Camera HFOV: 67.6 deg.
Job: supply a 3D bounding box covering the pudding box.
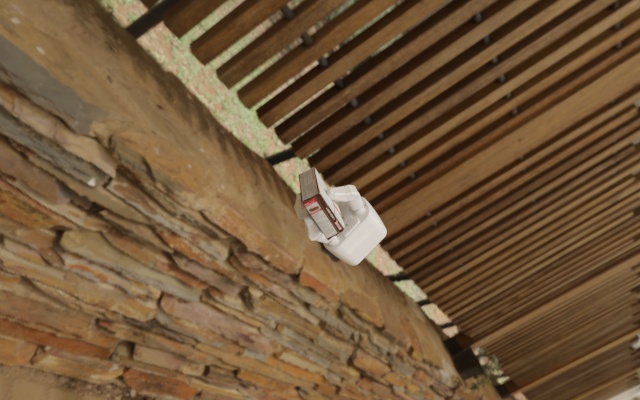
[{"bbox_3d":[0.000,0.003,0.841,0.039,0.090,0.113,-31,26,8],"label":"pudding box"}]
